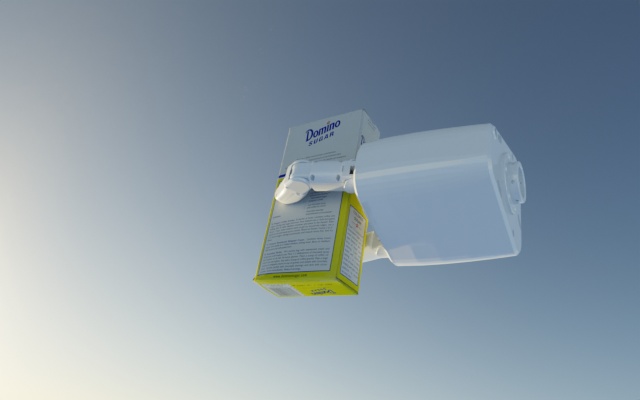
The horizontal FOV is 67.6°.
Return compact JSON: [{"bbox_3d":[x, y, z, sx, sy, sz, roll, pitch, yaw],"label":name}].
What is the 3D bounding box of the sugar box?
[{"bbox_3d":[0.000,0.002,0.458,0.093,0.176,0.048,-8,-35,33],"label":"sugar box"}]
